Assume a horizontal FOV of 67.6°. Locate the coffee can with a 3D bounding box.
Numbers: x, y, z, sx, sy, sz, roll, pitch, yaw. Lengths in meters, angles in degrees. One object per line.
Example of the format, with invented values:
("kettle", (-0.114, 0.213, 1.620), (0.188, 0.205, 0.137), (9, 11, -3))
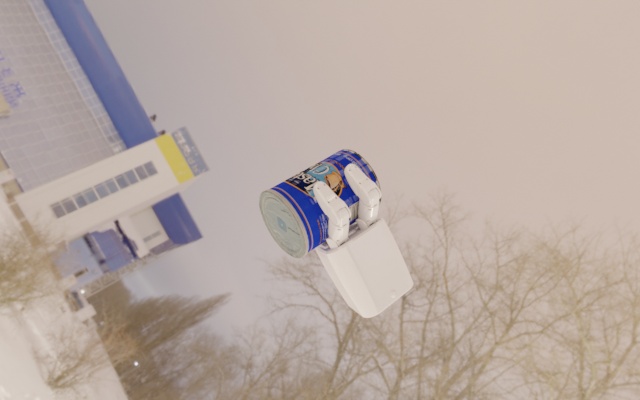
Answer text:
("coffee can", (0.000, 0.002, 0.671), (0.140, 0.103, 0.103), (-31, 15, -28))
